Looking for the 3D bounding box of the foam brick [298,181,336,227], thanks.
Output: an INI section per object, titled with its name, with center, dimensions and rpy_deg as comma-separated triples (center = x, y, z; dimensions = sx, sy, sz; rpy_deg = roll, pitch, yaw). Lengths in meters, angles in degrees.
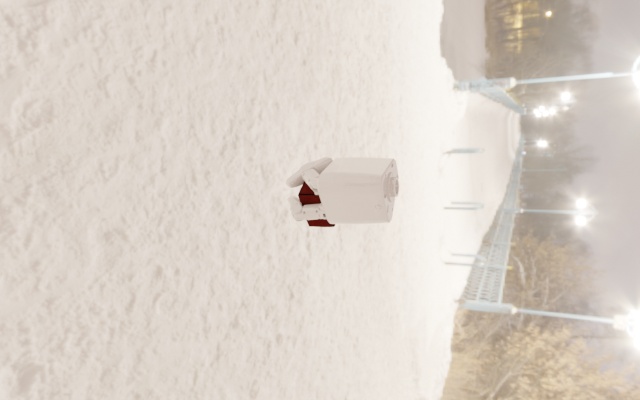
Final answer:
[foam brick]
center = 0.000, 0.003, 0.847
dimensions = 0.051, 0.078, 0.053
rpy_deg = 0, 41, 22
